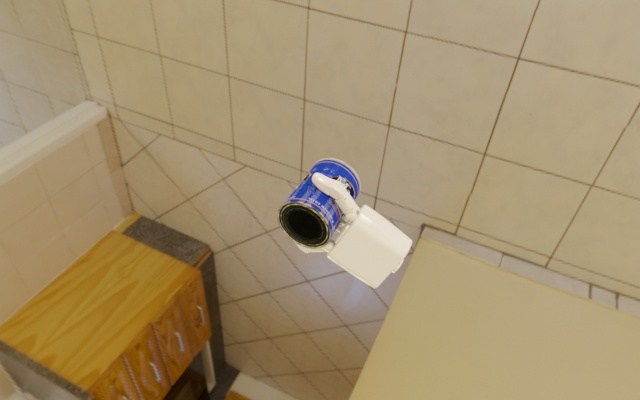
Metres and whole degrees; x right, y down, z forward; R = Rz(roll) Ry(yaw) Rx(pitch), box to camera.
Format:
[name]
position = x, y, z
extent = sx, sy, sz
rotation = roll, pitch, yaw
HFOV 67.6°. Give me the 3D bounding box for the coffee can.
[coffee can]
position = 0.000, 0.003, 0.859
extent = 0.103, 0.103, 0.140
rotation = 0, 36, 32
